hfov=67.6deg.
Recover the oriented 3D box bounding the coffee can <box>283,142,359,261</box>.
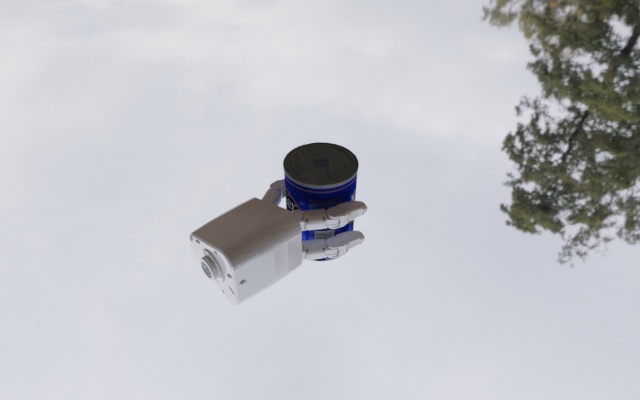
[{"bbox_3d":[0.000,0.002,0.687,0.103,0.140,0.102,0,39,0],"label":"coffee can"}]
